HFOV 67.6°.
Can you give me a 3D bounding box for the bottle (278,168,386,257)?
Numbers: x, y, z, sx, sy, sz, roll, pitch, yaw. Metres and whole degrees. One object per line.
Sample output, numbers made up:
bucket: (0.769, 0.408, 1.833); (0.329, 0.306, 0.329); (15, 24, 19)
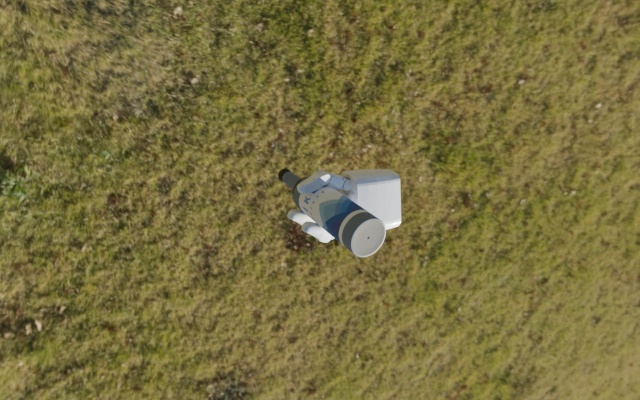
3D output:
bottle: (0.000, 0.003, 0.843); (0.069, 0.069, 0.295); (0, 22, -33)
